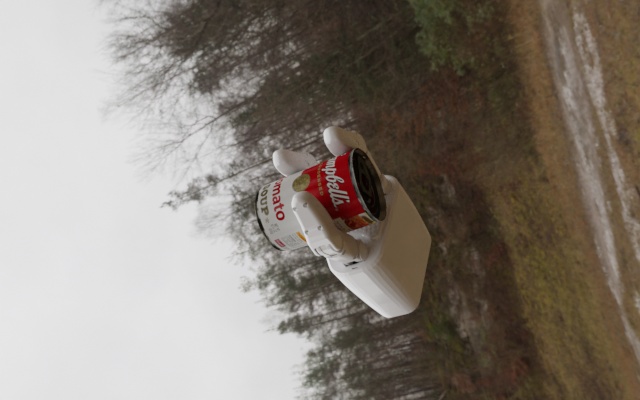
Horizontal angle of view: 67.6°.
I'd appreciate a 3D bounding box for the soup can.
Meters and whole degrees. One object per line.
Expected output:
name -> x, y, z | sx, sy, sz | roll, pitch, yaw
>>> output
soup can -> 0.000, 0.001, 0.437 | 0.102, 0.068, 0.068 | -20, -8, 24
